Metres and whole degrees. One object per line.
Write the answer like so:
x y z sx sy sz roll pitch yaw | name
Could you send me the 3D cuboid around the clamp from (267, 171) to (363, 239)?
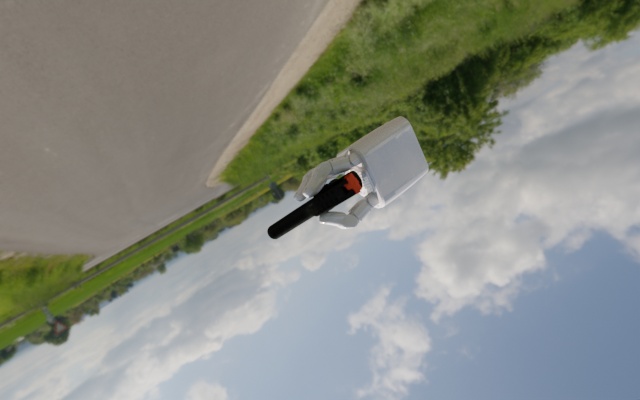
0.001 0.003 0.740 0.164 0.036 0.210 -38 5 -18 | clamp
